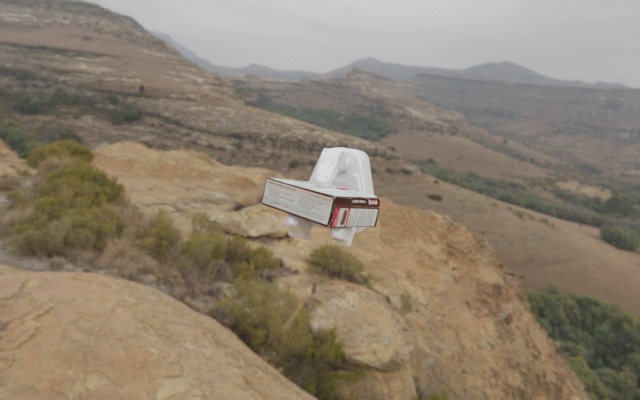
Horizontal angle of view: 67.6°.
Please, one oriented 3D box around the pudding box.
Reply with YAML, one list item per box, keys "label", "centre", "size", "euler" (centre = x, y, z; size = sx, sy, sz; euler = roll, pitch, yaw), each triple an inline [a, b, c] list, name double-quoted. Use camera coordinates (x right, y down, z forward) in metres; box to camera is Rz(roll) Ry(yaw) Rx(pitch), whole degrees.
- label: "pudding box"
  centre: [0.000, 0.002, 0.567]
  size: [0.113, 0.039, 0.090]
  euler: [15, 9, 41]
